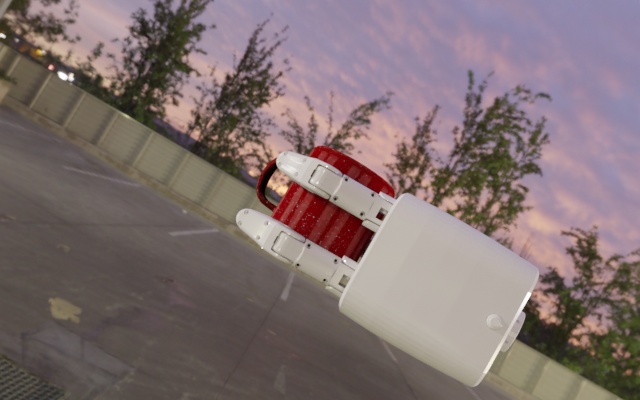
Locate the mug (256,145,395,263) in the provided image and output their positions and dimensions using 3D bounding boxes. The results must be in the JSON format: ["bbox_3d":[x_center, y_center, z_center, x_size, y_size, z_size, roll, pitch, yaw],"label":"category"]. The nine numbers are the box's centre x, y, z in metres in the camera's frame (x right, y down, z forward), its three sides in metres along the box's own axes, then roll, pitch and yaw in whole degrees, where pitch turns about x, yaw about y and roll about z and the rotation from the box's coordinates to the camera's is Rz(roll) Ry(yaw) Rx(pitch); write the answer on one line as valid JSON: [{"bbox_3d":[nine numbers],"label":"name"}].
[{"bbox_3d":[-0.001,0.000,0.410,0.117,0.081,0.093,30,-3,16],"label":"mug"}]
